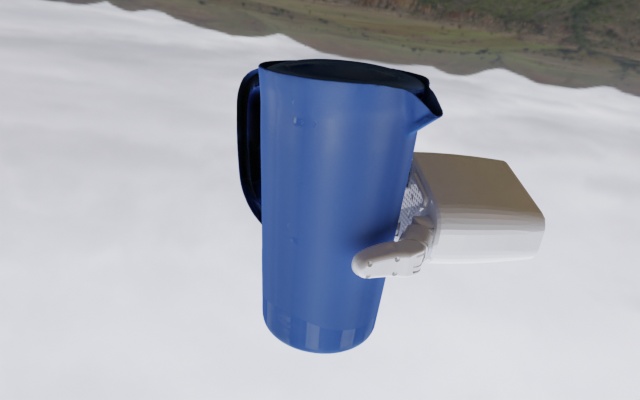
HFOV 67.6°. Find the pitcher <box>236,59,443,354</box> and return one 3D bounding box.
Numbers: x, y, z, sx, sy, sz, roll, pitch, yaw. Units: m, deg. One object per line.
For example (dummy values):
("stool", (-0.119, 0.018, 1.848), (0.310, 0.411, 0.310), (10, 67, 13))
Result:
("pitcher", (0.000, 0.001, 0.419), (0.145, 0.243, 0.149), (1, 22, -12))
